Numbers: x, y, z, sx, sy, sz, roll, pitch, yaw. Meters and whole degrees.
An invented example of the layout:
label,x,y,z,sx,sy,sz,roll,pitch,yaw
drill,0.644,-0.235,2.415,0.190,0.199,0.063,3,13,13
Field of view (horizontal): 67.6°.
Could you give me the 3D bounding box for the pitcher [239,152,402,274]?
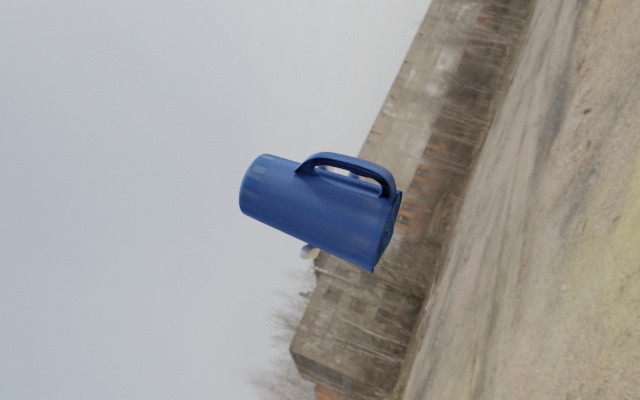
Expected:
label,x,y,z,sx,sy,sz,roll,pitch,yaw
pitcher,0.000,0.003,0.749,0.243,0.149,0.145,20,-4,14
